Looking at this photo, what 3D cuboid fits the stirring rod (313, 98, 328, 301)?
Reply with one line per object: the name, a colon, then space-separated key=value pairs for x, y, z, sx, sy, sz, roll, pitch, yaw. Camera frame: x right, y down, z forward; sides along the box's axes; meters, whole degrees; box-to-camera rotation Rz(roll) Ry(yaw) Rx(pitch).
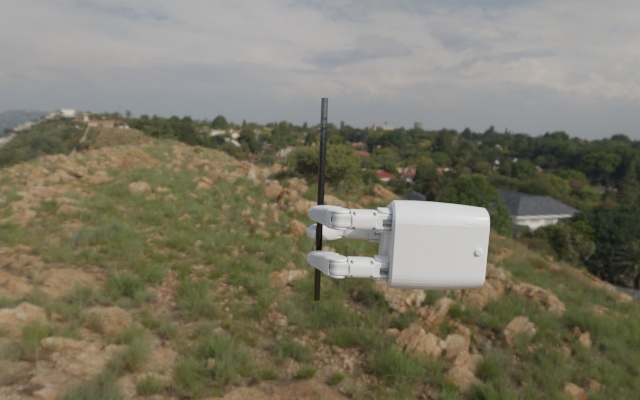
stirring rod: x=0.000 y=0.002 z=0.563 sx=0.011 sy=0.239 sz=0.011 roll=2 pitch=9 yaw=0
